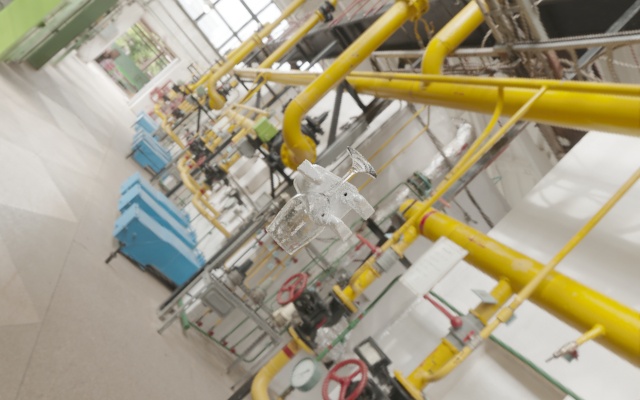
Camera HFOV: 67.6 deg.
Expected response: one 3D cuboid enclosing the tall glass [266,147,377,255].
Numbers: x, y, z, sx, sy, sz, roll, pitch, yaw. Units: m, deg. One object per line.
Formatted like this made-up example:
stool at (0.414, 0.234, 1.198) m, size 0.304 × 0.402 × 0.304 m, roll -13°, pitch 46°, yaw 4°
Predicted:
tall glass at (0.001, 0.002, 0.815) m, size 0.201 × 0.079 × 0.079 m, roll -44°, pitch 5°, yaw -5°
